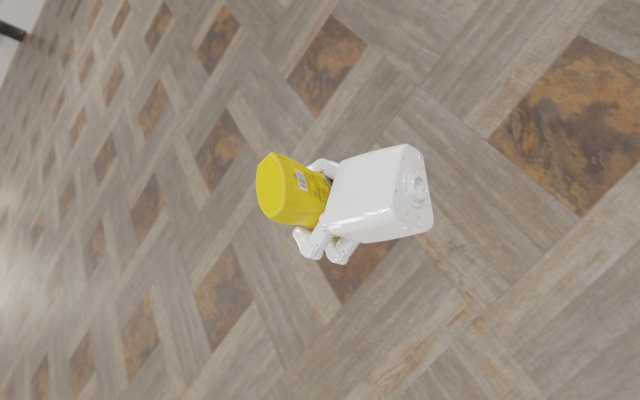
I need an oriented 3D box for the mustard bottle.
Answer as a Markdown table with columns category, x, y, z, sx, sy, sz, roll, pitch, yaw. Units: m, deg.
| category | x | y | z | sx | sy | sz | roll | pitch | yaw |
| --- | --- | --- | --- | --- | --- | --- | --- | --- | --- |
| mustard bottle | 0.000 | 0.002 | 0.680 | 0.192 | 0.096 | 0.058 | 20 | -49 | -42 |
